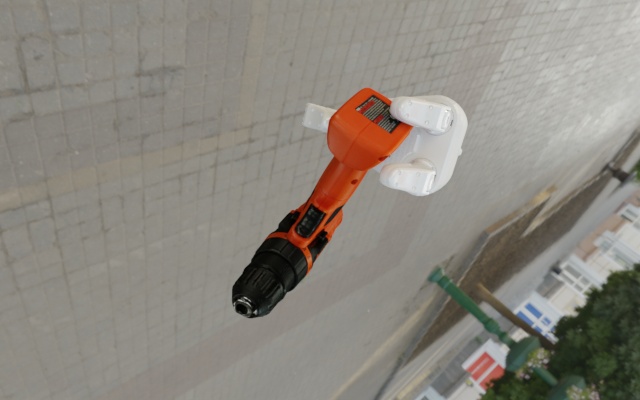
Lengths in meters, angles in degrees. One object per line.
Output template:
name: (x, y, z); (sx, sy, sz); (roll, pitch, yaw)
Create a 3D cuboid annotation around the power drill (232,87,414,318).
power drill: (0.000, 0.001, 0.424); (0.057, 0.188, 0.184); (35, 36, 2)
